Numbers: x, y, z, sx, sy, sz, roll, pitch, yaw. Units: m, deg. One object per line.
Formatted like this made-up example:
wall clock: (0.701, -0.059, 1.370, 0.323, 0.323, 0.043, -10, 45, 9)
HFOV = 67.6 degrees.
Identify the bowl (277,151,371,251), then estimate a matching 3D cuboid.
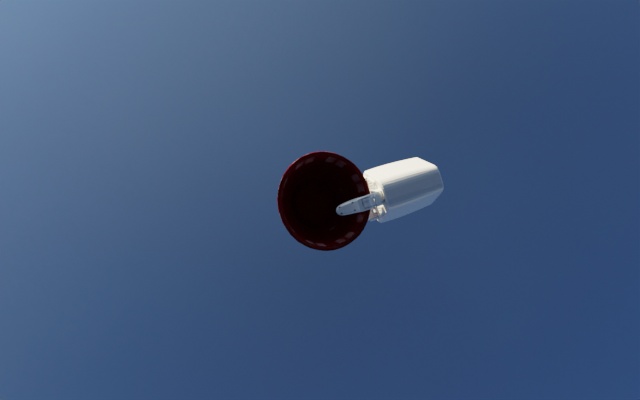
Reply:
bowl: (-0.001, 0.003, 0.794, 0.162, 0.162, 0.055, 0, -5, -20)
